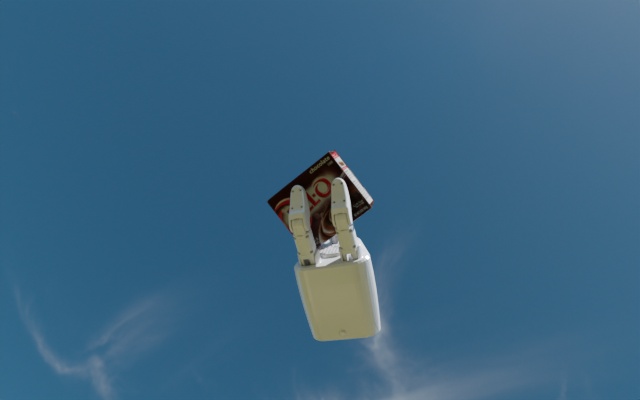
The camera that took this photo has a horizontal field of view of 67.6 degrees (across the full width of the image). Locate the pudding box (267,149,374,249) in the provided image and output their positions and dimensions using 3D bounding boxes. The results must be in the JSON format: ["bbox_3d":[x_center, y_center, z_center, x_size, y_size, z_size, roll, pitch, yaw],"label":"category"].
[{"bbox_3d":[0.000,0.002,0.626,0.113,0.090,0.039,-38,1,18],"label":"pudding box"}]
